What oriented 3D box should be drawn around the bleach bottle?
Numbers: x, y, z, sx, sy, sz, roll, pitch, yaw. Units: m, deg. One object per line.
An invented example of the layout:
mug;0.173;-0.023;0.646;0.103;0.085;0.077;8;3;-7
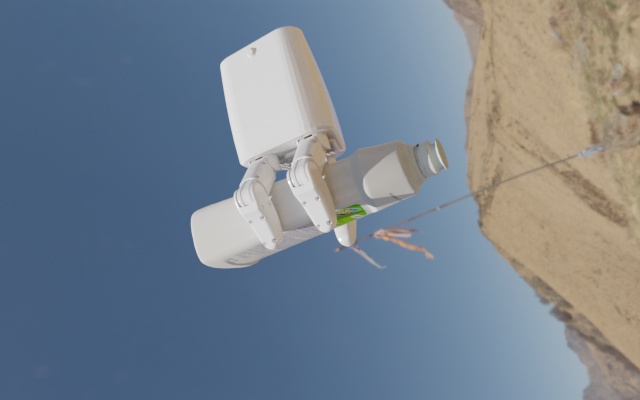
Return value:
bleach bottle;0.000;0.002;0.462;0.251;0.068;0.102;-21;-13;24
